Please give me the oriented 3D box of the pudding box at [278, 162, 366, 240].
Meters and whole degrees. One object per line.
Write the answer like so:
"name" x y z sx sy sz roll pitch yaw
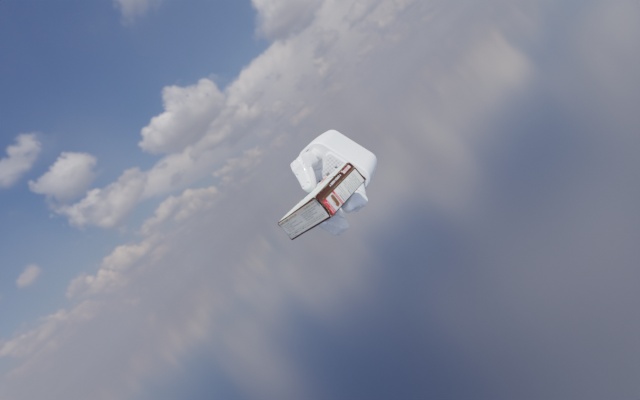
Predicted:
"pudding box" 0.000 0.002 0.669 0.090 0.039 0.113 -47 6 -36
